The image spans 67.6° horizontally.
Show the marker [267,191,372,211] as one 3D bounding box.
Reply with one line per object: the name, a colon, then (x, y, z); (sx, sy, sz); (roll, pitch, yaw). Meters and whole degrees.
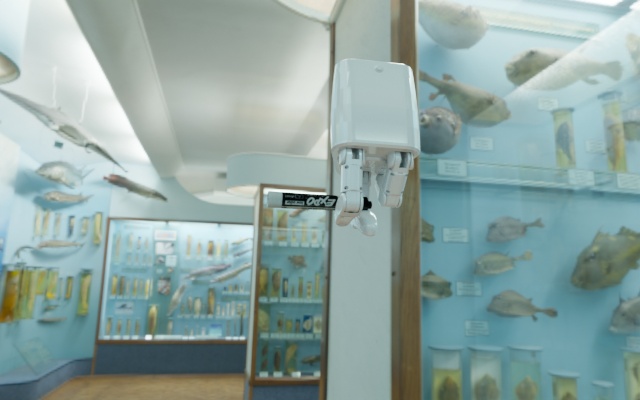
marker: (0.000, 0.002, 0.545); (0.121, 0.020, 0.020); (3, -1, -11)
